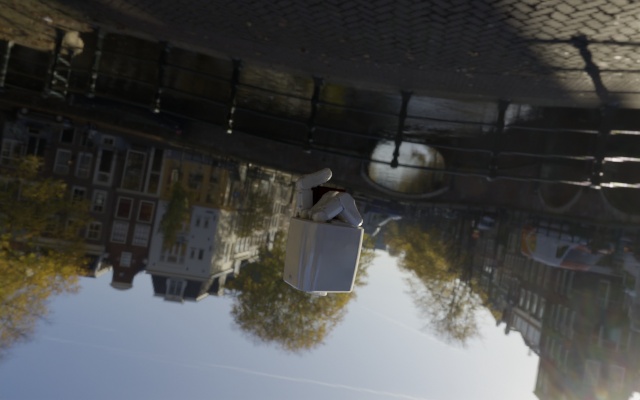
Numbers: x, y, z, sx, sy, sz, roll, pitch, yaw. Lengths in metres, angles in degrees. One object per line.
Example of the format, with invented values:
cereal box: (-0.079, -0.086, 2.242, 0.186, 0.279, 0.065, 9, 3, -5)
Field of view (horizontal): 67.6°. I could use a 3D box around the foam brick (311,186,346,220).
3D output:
foam brick: (0.000, 0.003, 0.804, 0.053, 0.051, 0.078, 8, 0, -23)
